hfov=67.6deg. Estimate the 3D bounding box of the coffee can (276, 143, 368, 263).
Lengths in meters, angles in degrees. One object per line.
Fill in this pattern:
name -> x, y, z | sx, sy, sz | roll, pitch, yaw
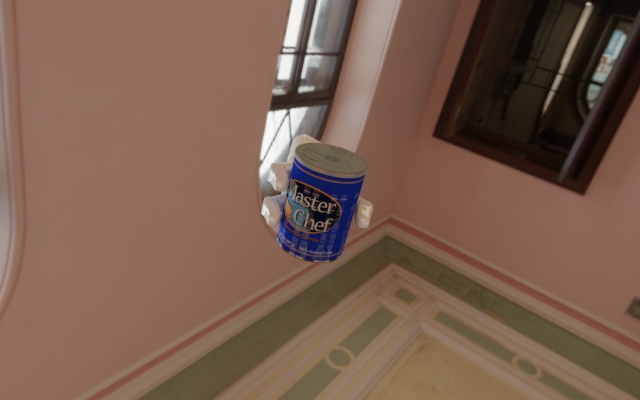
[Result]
coffee can -> 0.000, 0.002, 0.678 | 0.103, 0.140, 0.102 | 12, 25, -6
